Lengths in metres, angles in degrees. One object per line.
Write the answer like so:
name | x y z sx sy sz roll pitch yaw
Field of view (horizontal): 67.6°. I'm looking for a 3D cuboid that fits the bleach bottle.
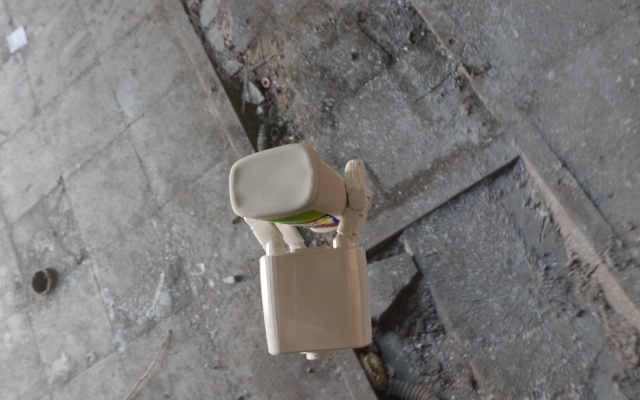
bleach bottle | 0.000 0.002 0.570 0.102 0.068 0.251 -10 -14 22
